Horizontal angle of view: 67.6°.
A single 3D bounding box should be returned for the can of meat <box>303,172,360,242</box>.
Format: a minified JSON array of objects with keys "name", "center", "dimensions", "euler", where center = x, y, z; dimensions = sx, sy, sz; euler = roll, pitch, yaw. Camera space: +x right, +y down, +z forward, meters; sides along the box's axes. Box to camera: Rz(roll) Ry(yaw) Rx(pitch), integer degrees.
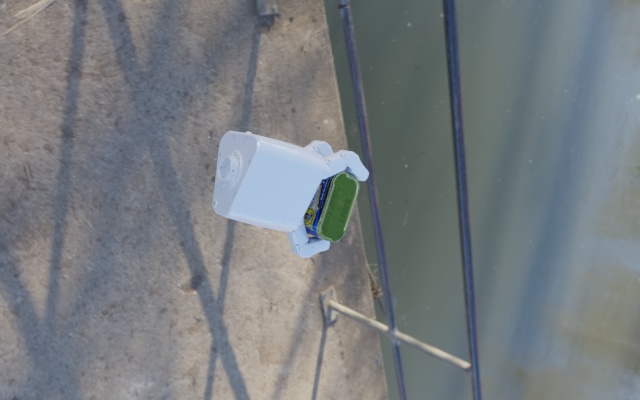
[{"name":"can of meat","center":[0.000,0.002,0.678],"dimensions":[0.057,0.102,0.084],"euler":[18,0,-41]}]
